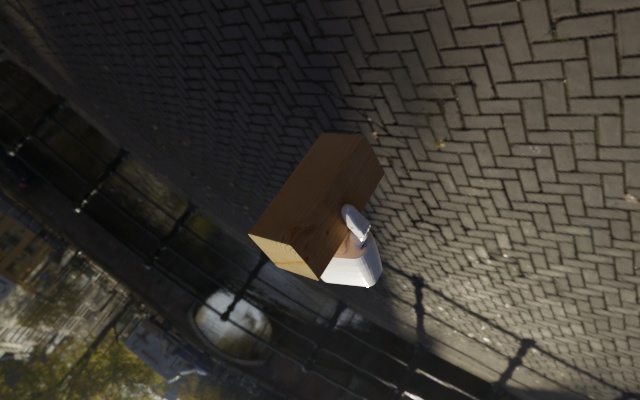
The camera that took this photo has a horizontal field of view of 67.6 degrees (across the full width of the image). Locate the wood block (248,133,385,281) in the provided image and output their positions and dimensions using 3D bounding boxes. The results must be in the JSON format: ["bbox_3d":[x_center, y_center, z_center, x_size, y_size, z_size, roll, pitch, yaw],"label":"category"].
[{"bbox_3d":[0.000,0.003,0.717,0.091,0.206,0.090,11,-33,41],"label":"wood block"}]
